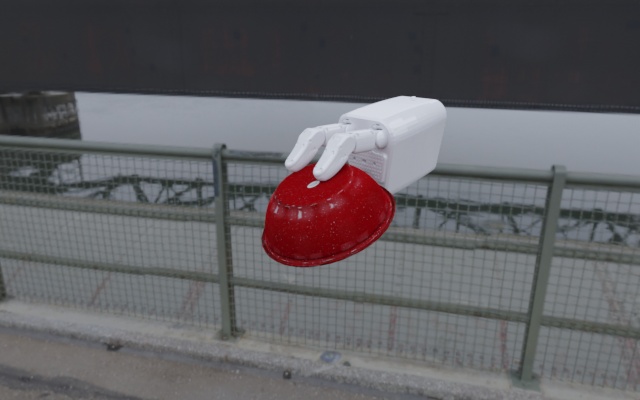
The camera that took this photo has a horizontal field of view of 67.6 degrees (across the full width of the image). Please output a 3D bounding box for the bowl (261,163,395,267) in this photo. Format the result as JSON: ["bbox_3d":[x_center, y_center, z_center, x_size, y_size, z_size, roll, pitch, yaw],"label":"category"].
[{"bbox_3d":[-0.001,0.002,0.541,0.162,0.055,0.162,-15,31,9],"label":"bowl"}]
